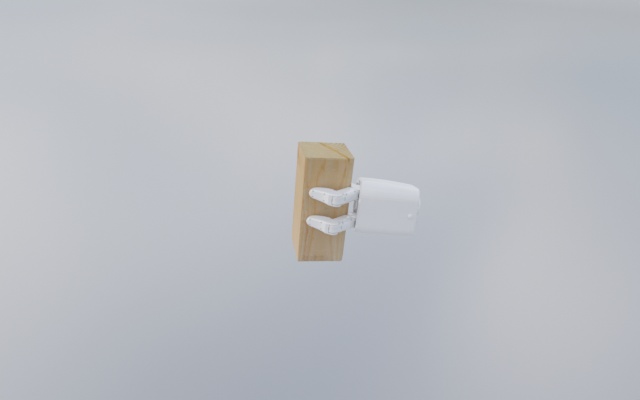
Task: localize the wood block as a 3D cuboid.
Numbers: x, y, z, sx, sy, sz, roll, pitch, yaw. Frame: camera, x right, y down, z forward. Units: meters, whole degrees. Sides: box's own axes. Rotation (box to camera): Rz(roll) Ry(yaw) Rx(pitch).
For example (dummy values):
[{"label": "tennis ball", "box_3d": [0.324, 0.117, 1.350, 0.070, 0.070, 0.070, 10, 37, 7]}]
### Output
[{"label": "wood block", "box_3d": [0.000, 0.003, 0.894, 0.090, 0.206, 0.090, 1, 25, -11]}]
